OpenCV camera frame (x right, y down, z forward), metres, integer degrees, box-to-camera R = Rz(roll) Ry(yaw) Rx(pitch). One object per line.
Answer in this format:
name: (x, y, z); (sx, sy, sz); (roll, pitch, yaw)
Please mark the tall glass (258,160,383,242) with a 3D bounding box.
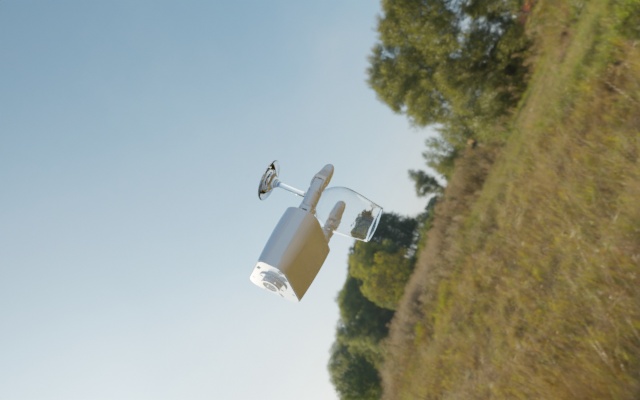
tall glass: (0.000, 0.002, 0.799); (0.201, 0.079, 0.079); (22, 5, 13)
